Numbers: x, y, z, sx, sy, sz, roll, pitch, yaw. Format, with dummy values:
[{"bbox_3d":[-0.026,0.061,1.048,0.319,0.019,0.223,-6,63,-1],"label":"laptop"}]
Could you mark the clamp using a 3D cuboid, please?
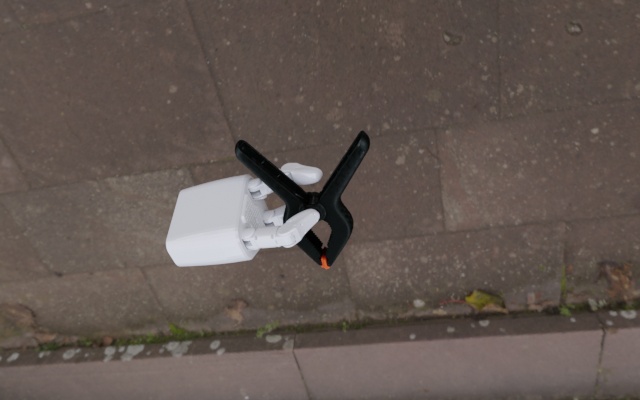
[{"bbox_3d":[0.000,0.003,0.612,0.164,0.210,0.036,-8,35,18],"label":"clamp"}]
